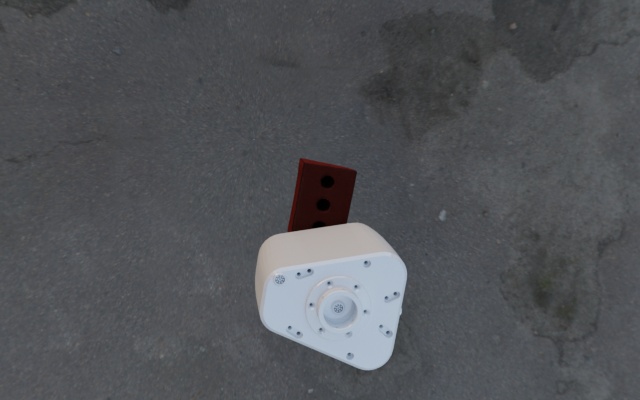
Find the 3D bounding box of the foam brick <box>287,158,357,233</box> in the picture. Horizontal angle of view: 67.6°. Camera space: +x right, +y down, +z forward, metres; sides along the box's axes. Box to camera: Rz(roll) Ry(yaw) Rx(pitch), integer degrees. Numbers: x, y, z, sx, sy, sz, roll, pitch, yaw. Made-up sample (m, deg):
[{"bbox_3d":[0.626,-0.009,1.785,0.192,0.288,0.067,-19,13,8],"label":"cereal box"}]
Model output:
[{"bbox_3d":[0.000,0.001,0.469,0.053,0.078,0.051,9,6,-8],"label":"foam brick"}]
